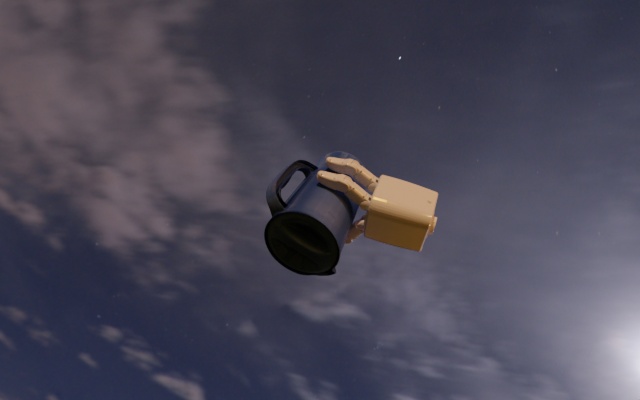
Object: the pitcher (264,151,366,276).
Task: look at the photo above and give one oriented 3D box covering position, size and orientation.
[{"bbox_3d":[0.000,0.003,0.862,0.145,0.149,0.242,17,38,11],"label":"pitcher"}]
